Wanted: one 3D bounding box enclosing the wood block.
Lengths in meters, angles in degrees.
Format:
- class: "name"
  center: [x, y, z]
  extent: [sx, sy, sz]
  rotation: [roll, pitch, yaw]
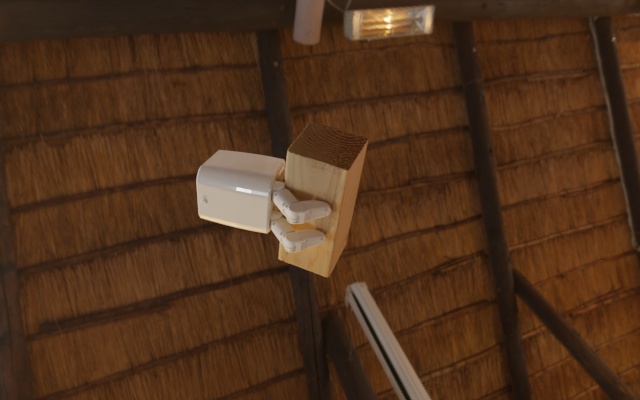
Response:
- class: "wood block"
  center: [0.000, 0.002, 0.710]
  extent: [0.090, 0.206, 0.090]
  rotation: [18, 41, 12]
